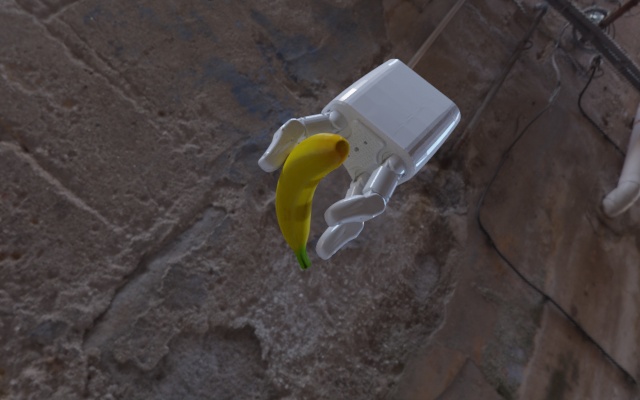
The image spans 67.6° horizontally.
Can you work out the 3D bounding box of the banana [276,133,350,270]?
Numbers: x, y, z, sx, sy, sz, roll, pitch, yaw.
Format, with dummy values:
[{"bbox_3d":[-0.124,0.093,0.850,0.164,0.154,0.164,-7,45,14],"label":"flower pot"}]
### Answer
[{"bbox_3d":[-0.013,-0.009,0.457,0.037,0.069,0.198,-34,-23,-29],"label":"banana"}]
